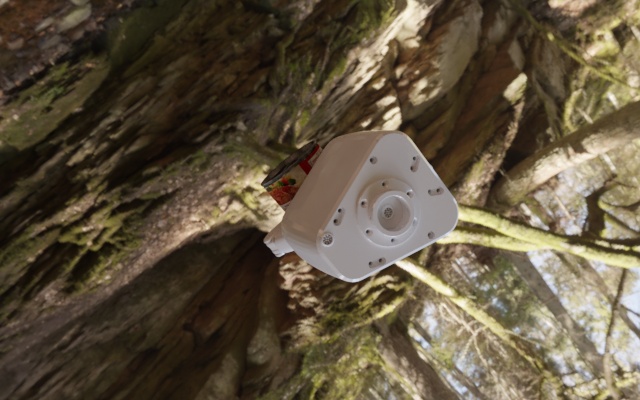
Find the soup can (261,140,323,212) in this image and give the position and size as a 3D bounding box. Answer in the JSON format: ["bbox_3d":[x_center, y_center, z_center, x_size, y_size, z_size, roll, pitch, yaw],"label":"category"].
[{"bbox_3d":[0.000,0.002,0.467,0.068,0.102,0.068,-37,13,10],"label":"soup can"}]
